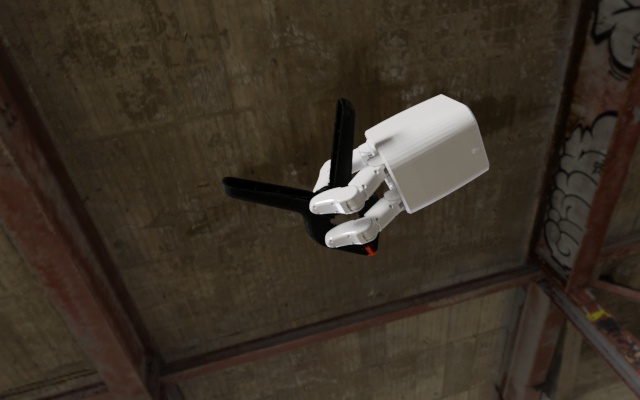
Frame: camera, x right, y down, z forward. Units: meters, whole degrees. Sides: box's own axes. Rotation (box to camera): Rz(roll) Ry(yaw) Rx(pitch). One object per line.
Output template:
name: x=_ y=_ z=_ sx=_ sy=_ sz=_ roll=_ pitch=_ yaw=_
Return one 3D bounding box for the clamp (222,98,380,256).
clamp: x=0.000 y=0.002 z=0.555 sx=0.164 sy=0.210 sz=0.036 roll=-27 pitch=38 yaw=7
